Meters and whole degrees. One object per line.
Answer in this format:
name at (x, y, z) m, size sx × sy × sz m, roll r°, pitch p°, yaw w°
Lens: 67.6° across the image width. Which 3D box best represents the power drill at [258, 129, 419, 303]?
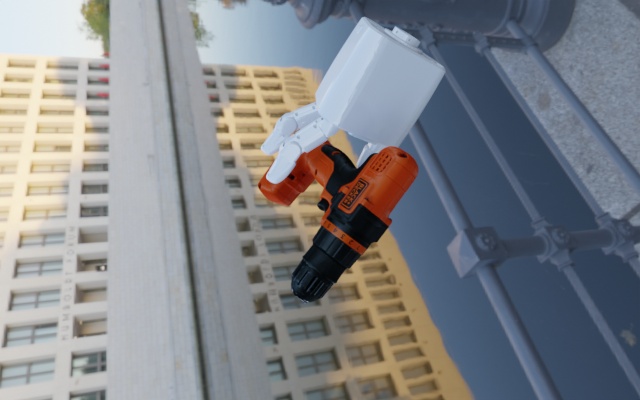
power drill at (0.000, 0.001, 0.541) m, size 0.057 × 0.184 × 0.187 m, roll 40°, pitch -2°, yaw -39°
